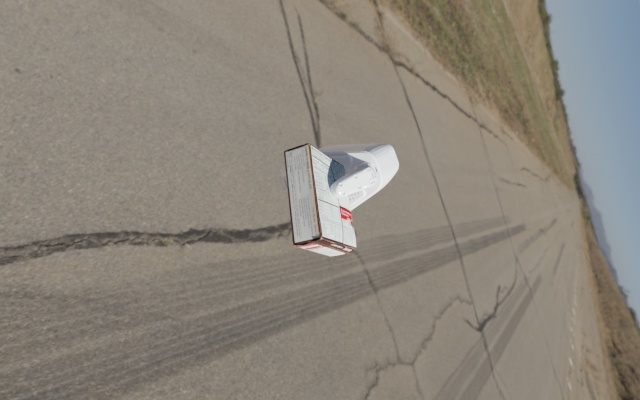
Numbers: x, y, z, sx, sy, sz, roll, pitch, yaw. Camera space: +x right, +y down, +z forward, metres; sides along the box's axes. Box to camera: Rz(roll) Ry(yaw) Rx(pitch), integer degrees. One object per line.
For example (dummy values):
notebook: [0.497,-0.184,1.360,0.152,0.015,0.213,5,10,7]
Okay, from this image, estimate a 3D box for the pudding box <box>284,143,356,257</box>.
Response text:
pudding box: [0.000,0.002,0.545,0.039,0.113,0.090,-18,-21,25]
